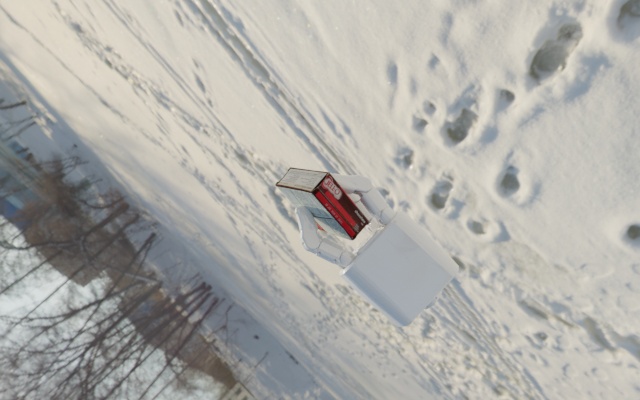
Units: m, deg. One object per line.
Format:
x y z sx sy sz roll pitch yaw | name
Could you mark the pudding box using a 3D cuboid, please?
0.000 0.002 0.625 0.090 0.039 0.113 50 -19 -24 | pudding box
